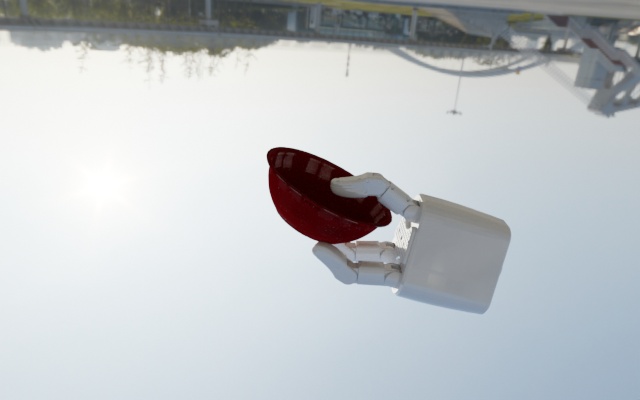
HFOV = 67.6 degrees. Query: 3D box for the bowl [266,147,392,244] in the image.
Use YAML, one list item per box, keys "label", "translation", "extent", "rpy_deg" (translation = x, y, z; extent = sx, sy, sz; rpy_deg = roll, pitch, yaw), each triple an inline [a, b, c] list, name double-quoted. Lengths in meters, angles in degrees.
- label: "bowl"
  translation: [-0.001, 0.001, 0.554]
  extent: [0.162, 0.055, 0.162]
  rpy_deg: [26, 21, -11]
